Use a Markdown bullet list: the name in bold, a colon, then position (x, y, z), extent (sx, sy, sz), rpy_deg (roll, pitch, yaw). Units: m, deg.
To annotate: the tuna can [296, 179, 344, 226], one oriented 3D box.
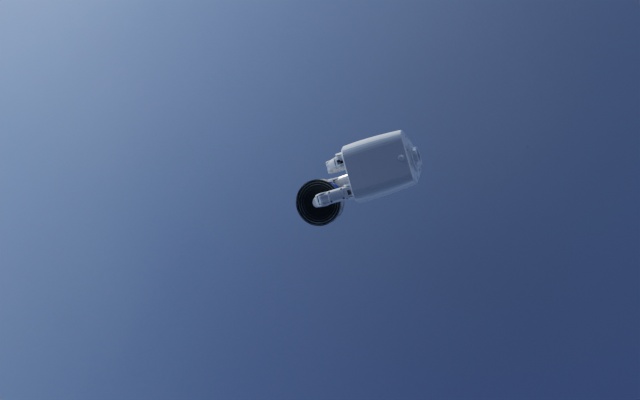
- **tuna can**: position (0.000, 0.003, 0.882), extent (0.086, 0.086, 0.034), rpy_deg (0, 5, 18)
